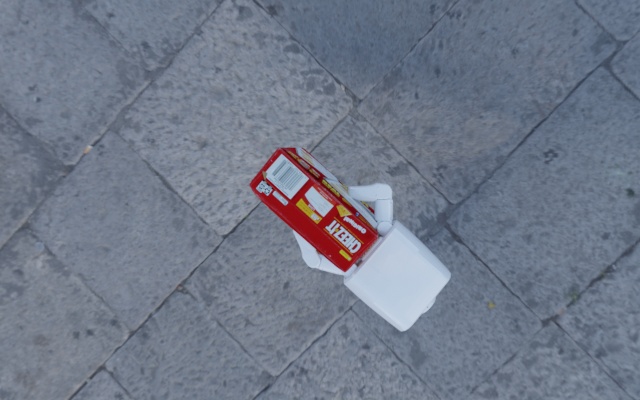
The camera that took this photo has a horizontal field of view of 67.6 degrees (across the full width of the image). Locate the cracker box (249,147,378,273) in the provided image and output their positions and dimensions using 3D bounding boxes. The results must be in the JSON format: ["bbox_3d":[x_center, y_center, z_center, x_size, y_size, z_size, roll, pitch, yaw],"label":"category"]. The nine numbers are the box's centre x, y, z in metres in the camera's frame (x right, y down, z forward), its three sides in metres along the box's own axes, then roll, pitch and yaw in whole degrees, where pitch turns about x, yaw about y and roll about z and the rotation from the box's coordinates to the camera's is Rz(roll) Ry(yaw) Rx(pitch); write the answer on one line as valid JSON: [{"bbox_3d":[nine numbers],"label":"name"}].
[{"bbox_3d":[0.000,0.002,0.679,0.164,0.072,0.213,42,8,0],"label":"cracker box"}]
